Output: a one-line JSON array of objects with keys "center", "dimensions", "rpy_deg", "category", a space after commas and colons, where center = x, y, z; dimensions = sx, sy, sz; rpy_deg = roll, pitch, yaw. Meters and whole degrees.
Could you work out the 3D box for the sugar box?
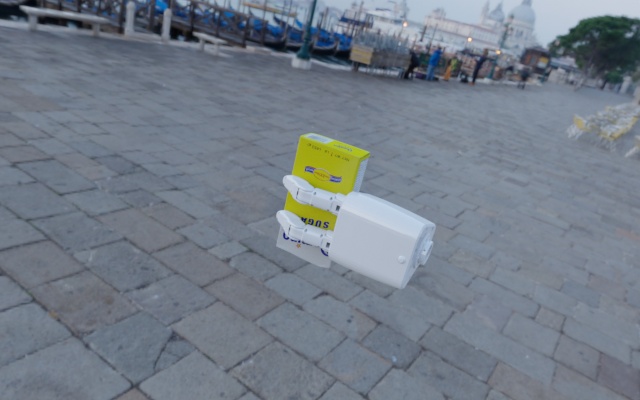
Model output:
[{"center": [0.000, 0.002, 0.673], "dimensions": [0.093, 0.176, 0.048], "rpy_deg": [22, 23, 19], "category": "sugar box"}]
